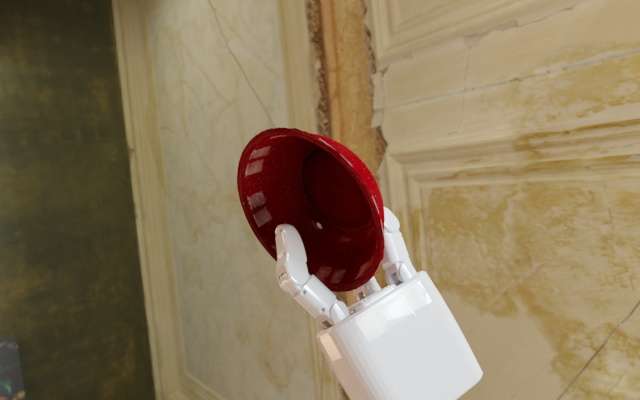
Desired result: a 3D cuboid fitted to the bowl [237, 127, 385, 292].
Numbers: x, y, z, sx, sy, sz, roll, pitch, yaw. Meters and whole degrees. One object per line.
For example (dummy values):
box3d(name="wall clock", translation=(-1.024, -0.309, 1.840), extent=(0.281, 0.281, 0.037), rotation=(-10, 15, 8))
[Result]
box3d(name="bowl", translation=(0.000, 0.000, 0.437), extent=(0.162, 0.162, 0.055), rotation=(0, 27, 41))
